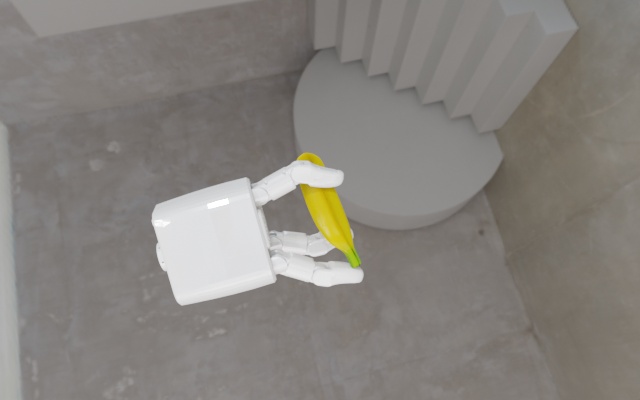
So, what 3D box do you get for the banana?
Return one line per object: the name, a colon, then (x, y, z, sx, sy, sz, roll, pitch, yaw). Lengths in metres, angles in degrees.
banana: (-0.002, -0.009, 0.571, 0.037, 0.070, 0.197, -18, 45, -3)
